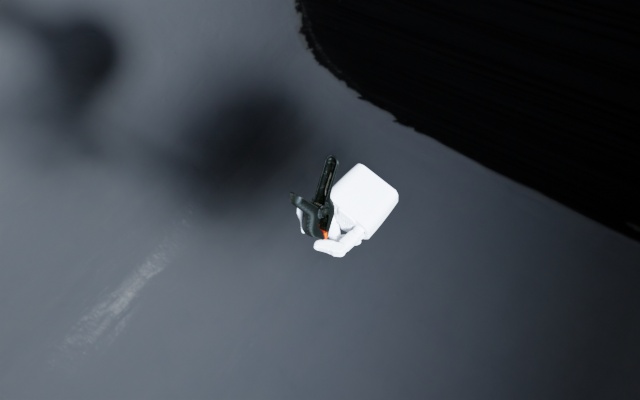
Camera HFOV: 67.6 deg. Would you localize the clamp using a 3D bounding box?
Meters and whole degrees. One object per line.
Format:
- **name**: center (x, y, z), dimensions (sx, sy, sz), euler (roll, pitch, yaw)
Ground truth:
- **clamp**: center (0.001, 0.003, 0.850), dimensions (0.039, 0.120, 0.172), euler (33, -24, 27)
